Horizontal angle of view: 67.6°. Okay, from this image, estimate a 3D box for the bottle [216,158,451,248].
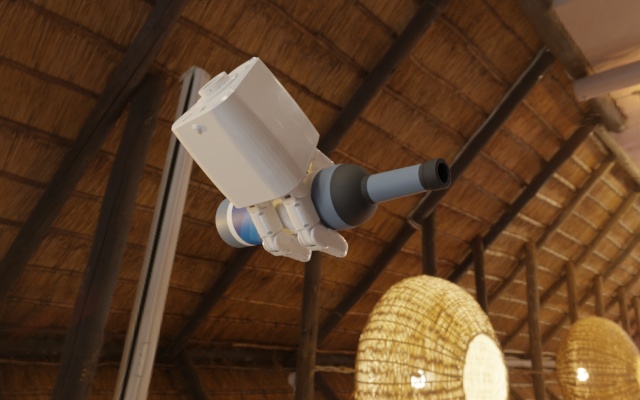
[{"bbox_3d":[0.000,0.002,0.510,0.296,0.069,0.069,-14,-9,42],"label":"bottle"}]
